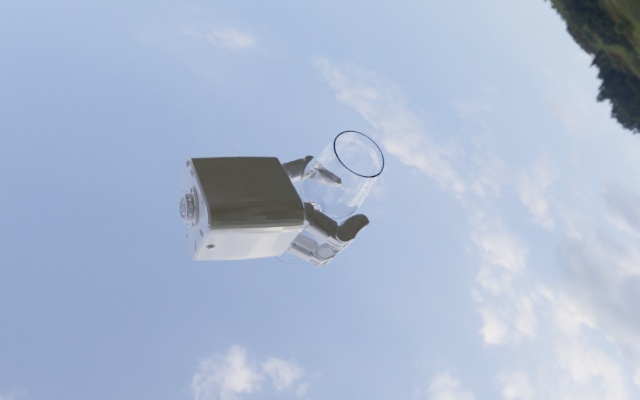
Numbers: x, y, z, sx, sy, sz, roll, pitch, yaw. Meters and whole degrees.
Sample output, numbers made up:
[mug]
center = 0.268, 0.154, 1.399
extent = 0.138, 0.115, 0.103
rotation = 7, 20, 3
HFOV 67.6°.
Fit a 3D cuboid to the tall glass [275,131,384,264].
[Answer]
[tall glass]
center = 0.000, 0.002, 0.579
extent = 0.079, 0.079, 0.201
rotation = 0, -31, -30
